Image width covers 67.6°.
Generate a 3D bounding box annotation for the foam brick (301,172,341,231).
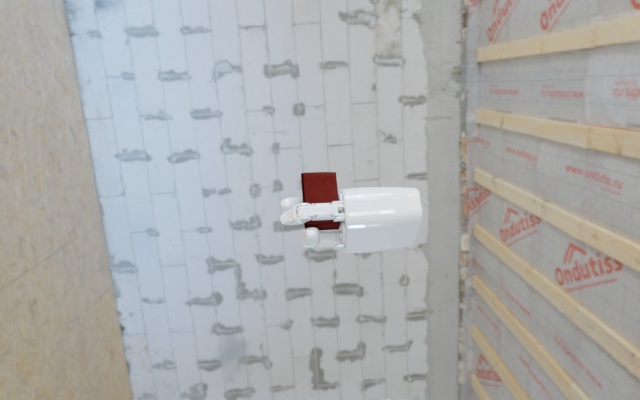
[{"bbox_3d":[0.000,0.002,0.699,0.051,0.078,0.053,-4,-14,0],"label":"foam brick"}]
